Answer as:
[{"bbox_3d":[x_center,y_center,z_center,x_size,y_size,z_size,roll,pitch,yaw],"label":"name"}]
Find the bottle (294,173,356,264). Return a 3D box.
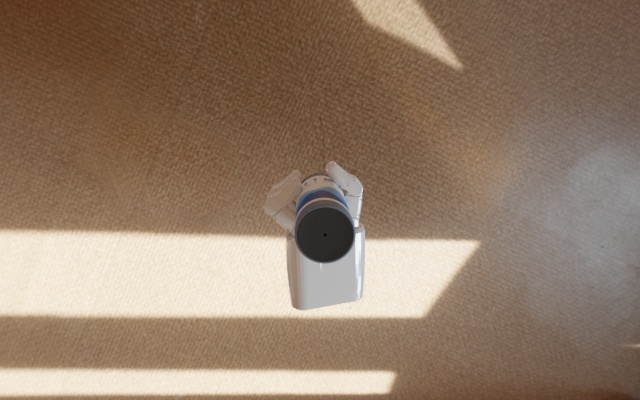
[{"bbox_3d":[0.000,0.002,0.654,0.069,0.069,0.295,0,14,-2],"label":"bottle"}]
